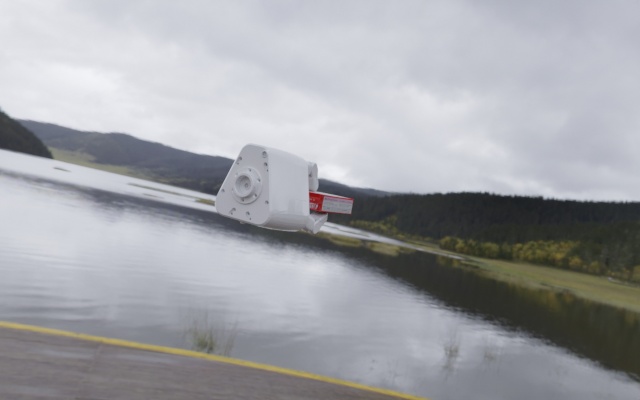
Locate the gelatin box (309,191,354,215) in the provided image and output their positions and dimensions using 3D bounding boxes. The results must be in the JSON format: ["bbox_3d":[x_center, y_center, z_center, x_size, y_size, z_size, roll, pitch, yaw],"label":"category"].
[{"bbox_3d":[0.000,0.002,0.796,0.073,0.030,0.089,12,3,38],"label":"gelatin box"}]
